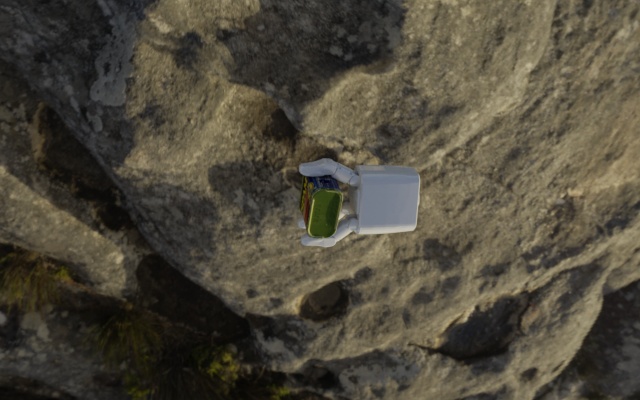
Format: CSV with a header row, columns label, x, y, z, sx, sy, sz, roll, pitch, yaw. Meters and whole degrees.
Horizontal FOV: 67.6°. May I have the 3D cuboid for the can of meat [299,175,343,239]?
label,x,y,z,sx,sy,sz,roll,pitch,yaw
can of meat,0.000,0.003,0.812,0.057,0.102,0.084,2,31,-13
